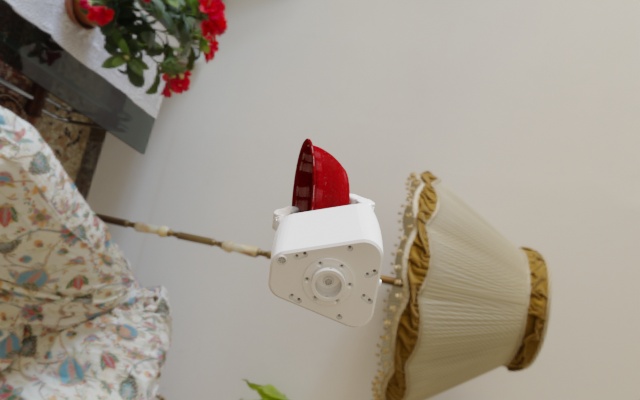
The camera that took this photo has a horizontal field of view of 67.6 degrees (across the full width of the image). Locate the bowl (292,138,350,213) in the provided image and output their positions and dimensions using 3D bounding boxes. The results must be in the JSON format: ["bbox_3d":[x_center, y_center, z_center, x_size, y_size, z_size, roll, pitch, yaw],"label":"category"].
[{"bbox_3d":[0.000,0.001,0.627,0.055,0.162,0.162,4,-1,-12],"label":"bowl"}]
